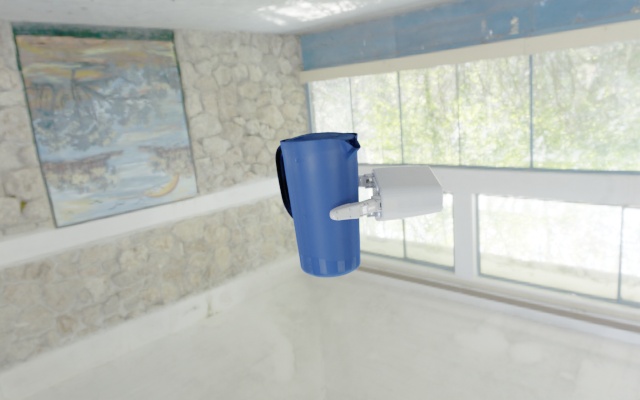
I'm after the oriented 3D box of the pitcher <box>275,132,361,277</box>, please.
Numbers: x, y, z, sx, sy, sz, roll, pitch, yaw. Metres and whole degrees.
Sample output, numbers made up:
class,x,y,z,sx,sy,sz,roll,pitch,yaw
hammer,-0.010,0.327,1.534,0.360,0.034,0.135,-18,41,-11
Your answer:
class,x,y,z,sx,sy,sz,roll,pitch,yaw
pitcher,0.000,0.003,0.837,0.145,0.243,0.149,-6,12,-3
